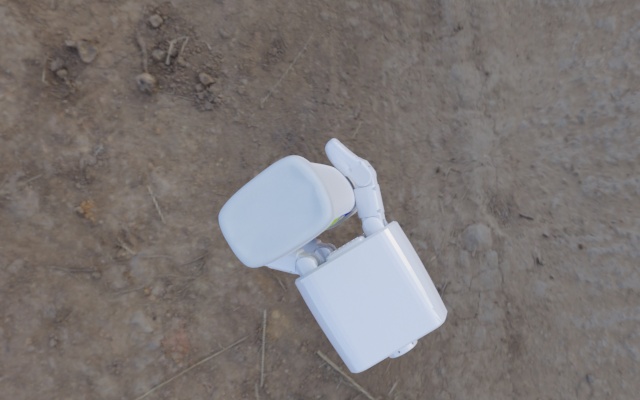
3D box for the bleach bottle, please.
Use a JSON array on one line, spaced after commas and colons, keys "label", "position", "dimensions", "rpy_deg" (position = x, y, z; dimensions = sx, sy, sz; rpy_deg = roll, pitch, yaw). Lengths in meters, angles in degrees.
[{"label": "bleach bottle", "position": [0.000, 0.002, 0.496], "dimensions": [0.102, 0.068, 0.251], "rpy_deg": [-34, -6, 19]}]
